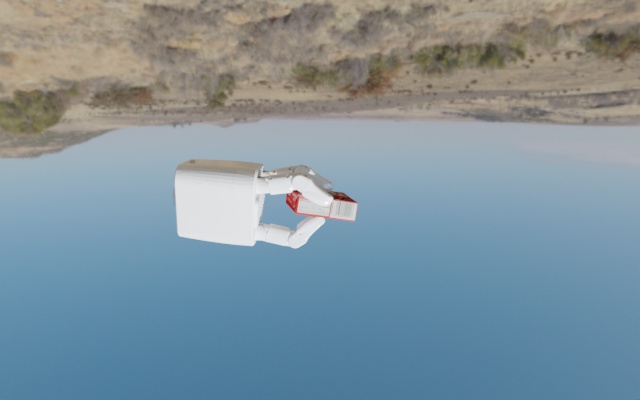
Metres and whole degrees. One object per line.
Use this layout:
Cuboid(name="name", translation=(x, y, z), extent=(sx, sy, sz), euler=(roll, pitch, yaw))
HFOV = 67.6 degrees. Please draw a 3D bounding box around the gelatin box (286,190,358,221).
Cuboid(name="gelatin box", translation=(0.000, 0.003, 0.678), extent=(0.089, 0.030, 0.073), euler=(8, 10, -15))
